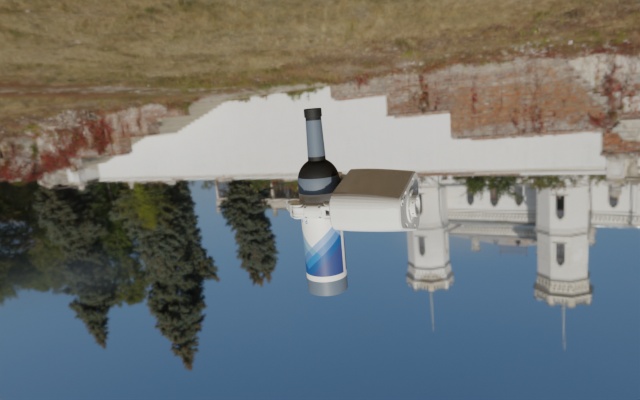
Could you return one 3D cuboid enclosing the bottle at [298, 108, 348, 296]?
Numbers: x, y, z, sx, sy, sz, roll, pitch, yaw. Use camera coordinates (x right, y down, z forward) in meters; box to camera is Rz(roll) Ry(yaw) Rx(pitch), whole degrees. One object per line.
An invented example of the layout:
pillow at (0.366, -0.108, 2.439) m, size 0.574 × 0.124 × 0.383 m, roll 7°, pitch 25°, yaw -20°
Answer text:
bottle at (0.000, 0.003, 0.761) m, size 0.069 × 0.296 × 0.069 m, roll -5°, pitch 12°, yaw 1°
